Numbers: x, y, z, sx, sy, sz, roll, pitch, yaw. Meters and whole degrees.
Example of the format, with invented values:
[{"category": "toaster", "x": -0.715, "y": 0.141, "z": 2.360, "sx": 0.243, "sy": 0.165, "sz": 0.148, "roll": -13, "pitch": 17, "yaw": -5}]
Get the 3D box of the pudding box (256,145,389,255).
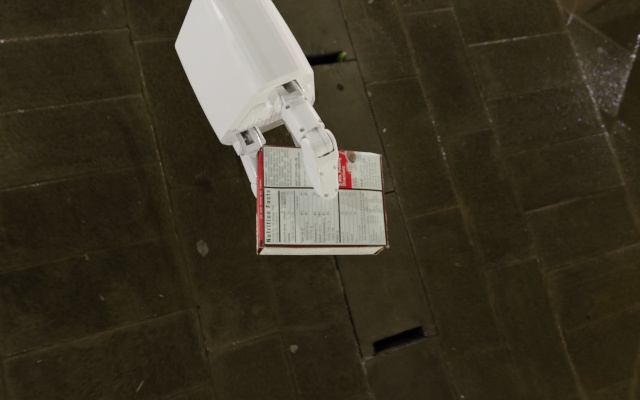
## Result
[{"category": "pudding box", "x": 0.000, "y": 0.001, "z": 0.419, "sx": 0.113, "sy": 0.090, "sz": 0.039, "roll": 2, "pitch": -15, "yaw": -13}]
